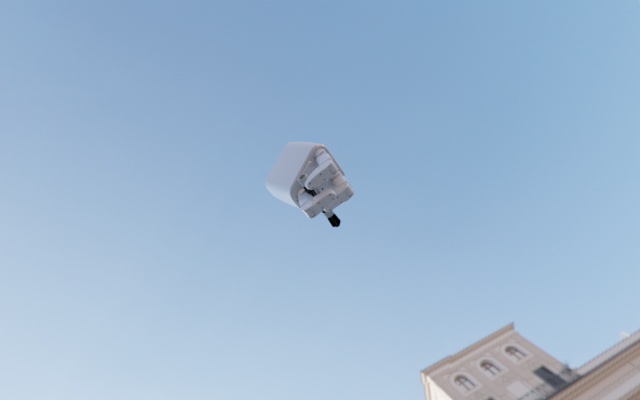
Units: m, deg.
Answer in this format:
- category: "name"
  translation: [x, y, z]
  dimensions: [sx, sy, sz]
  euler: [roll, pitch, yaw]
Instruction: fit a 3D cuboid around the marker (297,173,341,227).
- category: "marker"
  translation: [0.000, 0.003, 0.824]
  dimensions: [0.020, 0.020, 0.121]
  euler: [0, -44, 46]
